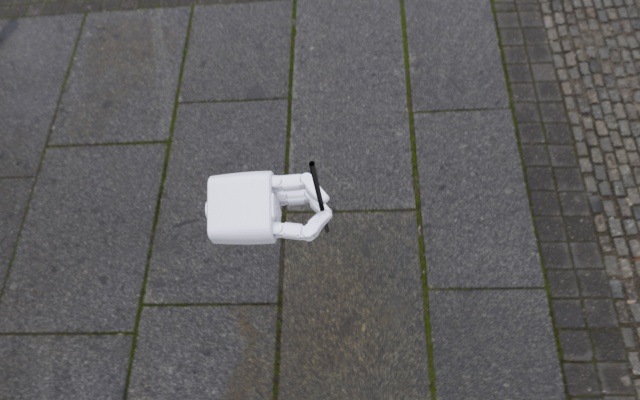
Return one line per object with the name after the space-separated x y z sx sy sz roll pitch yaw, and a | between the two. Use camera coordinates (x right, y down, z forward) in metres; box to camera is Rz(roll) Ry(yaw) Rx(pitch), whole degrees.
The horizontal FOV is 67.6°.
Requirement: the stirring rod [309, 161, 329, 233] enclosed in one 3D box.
0.000 0.003 0.745 0.011 0.011 0.240 0 -25 6 | stirring rod
